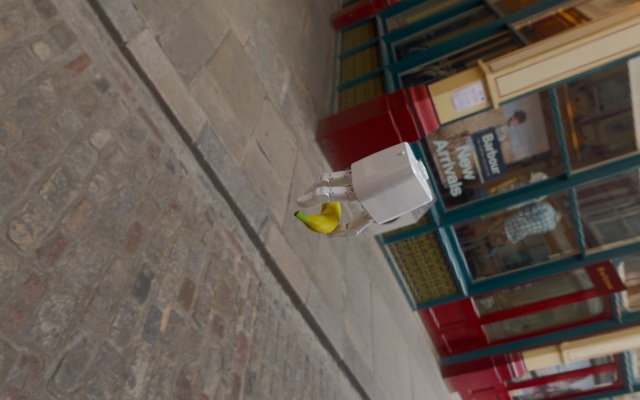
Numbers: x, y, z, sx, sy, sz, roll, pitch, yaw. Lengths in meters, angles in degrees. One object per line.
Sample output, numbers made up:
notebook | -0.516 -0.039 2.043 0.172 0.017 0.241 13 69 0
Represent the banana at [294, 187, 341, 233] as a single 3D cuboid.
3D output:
banana | 0.009 0.020 0.885 0.037 0.069 0.197 -30 5 19
